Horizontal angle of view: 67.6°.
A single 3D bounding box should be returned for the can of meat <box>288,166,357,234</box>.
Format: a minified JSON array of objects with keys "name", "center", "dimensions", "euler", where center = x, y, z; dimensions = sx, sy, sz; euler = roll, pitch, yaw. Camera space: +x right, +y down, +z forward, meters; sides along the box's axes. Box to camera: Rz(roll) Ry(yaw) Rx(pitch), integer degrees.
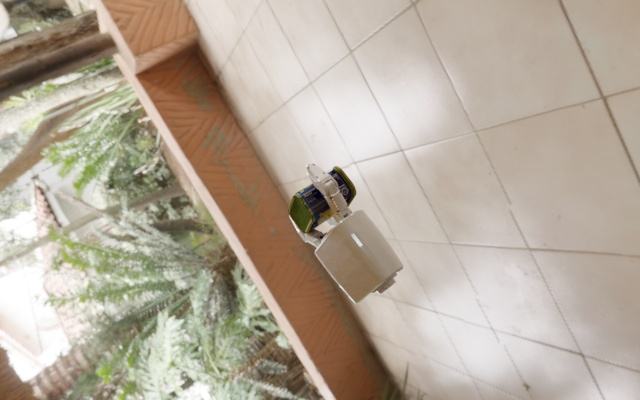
[{"name":"can of meat","center":[0.000,0.003,0.753],"dimensions":[0.084,0.057,0.102],"euler":[-33,-12,-20]}]
